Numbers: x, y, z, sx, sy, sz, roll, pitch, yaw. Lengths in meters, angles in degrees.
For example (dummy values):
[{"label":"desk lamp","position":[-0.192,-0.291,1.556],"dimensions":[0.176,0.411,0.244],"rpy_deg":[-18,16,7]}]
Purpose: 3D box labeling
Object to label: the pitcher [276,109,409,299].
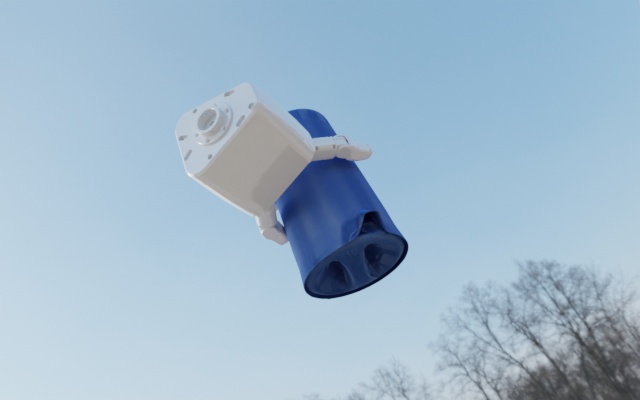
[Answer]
[{"label":"pitcher","position":[0.000,0.002,0.631],"dimensions":[0.149,0.242,0.145],"rpy_deg":[-36,-36,15]}]
